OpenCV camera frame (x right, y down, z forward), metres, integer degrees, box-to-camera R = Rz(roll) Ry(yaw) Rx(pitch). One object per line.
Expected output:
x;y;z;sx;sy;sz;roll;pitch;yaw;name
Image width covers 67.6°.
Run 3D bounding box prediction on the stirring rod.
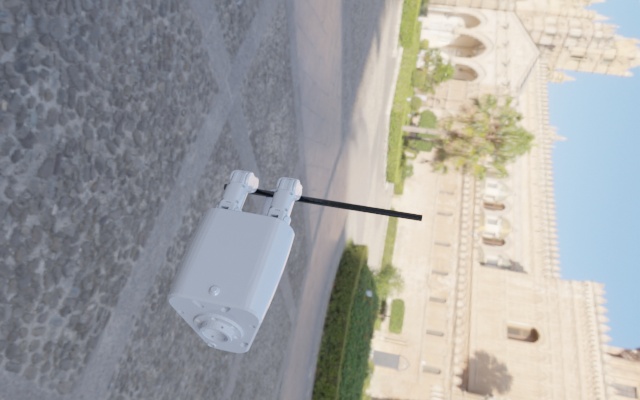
0.000;0.002;0.570;0.239;0.011;0.011;9;1;8;stirring rod
